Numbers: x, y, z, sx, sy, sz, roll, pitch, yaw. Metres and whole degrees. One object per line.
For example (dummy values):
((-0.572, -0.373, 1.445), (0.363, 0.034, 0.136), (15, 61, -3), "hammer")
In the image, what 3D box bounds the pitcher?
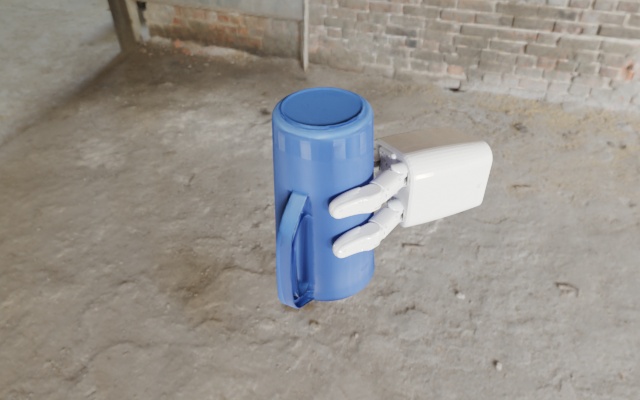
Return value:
((0.000, 0.002, 0.566), (0.145, 0.243, 0.149), (-12, 40, -13), "pitcher")
